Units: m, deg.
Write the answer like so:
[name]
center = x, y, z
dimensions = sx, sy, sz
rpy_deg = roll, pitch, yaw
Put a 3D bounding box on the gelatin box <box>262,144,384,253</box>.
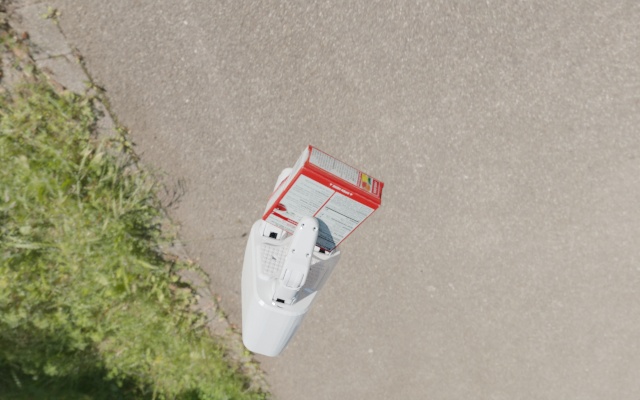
[gelatin box]
center = 0.000, 0.002, 0.414
dimensions = 0.073, 0.030, 0.089
rpy_deg = 26, -42, -15
